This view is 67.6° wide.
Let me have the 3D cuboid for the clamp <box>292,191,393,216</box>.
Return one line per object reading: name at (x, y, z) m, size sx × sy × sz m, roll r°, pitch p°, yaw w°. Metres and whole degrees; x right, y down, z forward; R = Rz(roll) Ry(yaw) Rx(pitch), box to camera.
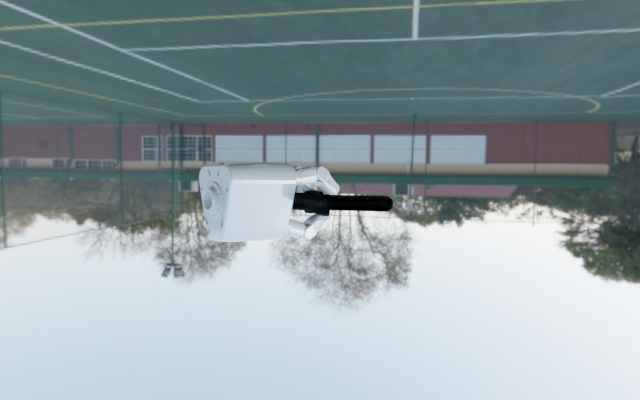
clamp at (0.000, 0.003, 0.775) m, size 0.164 × 0.036 × 0.210 m, roll 0°, pitch 4°, yaw -41°
